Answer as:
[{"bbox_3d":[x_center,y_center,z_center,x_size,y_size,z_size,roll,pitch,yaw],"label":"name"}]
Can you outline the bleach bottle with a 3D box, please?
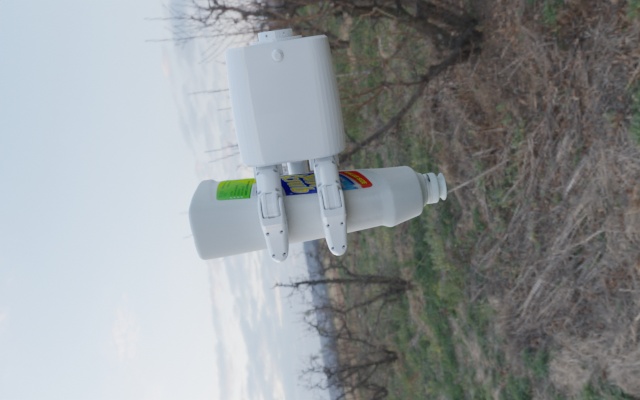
[{"bbox_3d":[0.000,0.002,0.493,0.251,0.068,0.102,-9,21,-1],"label":"bleach bottle"}]
